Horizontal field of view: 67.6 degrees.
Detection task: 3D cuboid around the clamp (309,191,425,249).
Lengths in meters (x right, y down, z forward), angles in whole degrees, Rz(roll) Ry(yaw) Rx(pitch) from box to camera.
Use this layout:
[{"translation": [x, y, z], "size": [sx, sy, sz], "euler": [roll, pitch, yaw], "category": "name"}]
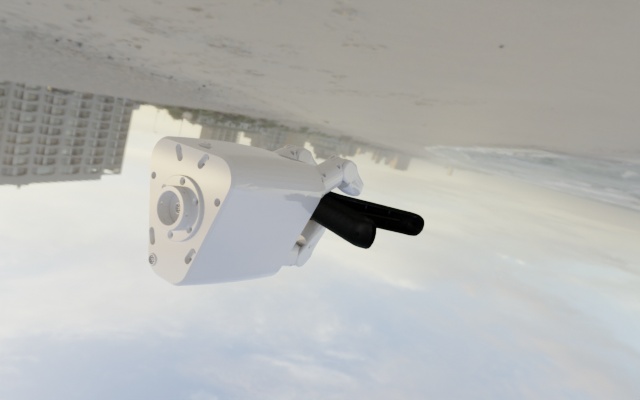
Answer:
[{"translation": [-0.001, 0.002, 0.496], "size": [0.210, 0.036, 0.164], "euler": [20, 8, 32], "category": "clamp"}]
